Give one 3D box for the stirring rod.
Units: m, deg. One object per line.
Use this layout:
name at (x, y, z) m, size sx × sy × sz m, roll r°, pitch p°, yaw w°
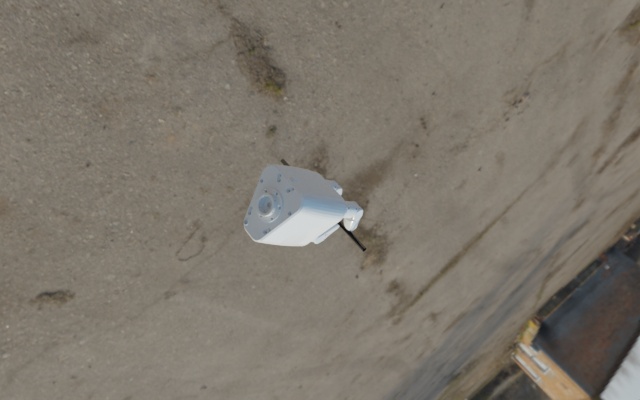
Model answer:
stirring rod at (0.000, 0.003, 0.831) m, size 0.011 × 0.011 × 0.239 m, roll 0°, pitch 40°, yaw -51°
